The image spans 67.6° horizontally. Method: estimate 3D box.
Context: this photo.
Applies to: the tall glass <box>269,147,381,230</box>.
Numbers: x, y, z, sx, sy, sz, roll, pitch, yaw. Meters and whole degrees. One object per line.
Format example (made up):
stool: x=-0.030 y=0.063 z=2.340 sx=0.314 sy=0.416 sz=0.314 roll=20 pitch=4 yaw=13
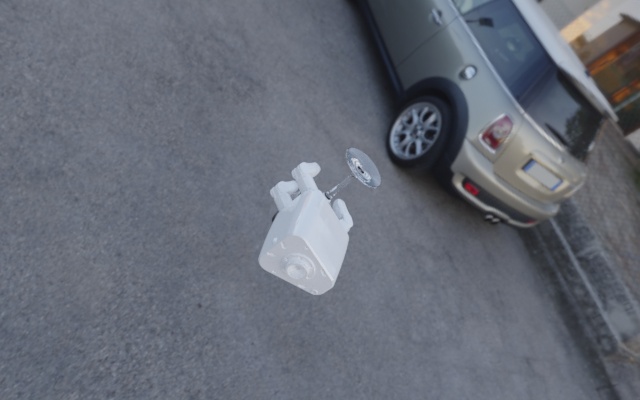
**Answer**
tall glass: x=0.001 y=0.002 z=0.776 sx=0.201 sy=0.079 sz=0.079 roll=-39 pitch=-23 yaw=32
